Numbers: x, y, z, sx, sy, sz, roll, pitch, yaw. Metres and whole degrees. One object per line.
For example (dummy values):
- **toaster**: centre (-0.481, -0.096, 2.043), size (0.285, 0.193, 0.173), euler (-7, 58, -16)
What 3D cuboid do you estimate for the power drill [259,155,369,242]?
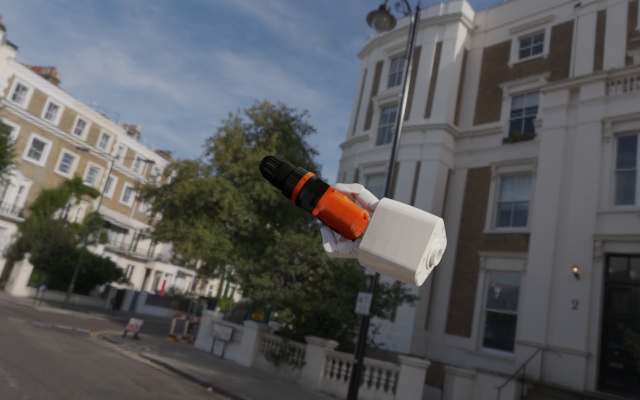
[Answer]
- **power drill**: centre (0.000, 0.003, 0.756), size (0.184, 0.057, 0.188), euler (35, 0, 15)
